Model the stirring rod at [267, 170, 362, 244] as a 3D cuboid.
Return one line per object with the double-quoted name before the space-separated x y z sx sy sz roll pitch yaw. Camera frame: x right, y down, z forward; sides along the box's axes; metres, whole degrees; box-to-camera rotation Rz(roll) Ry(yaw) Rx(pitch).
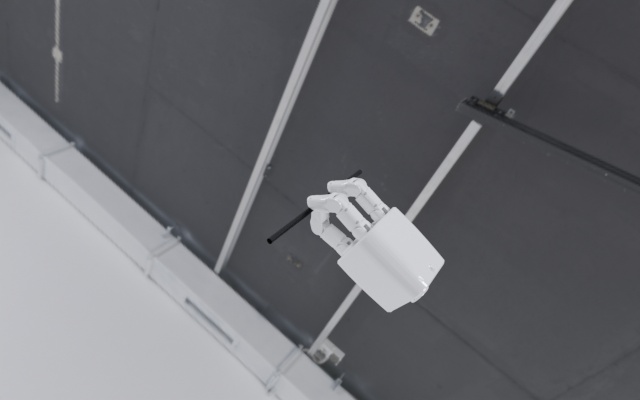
"stirring rod" 0.000 0.002 0.689 0.011 0.011 0.239 0 24 36
